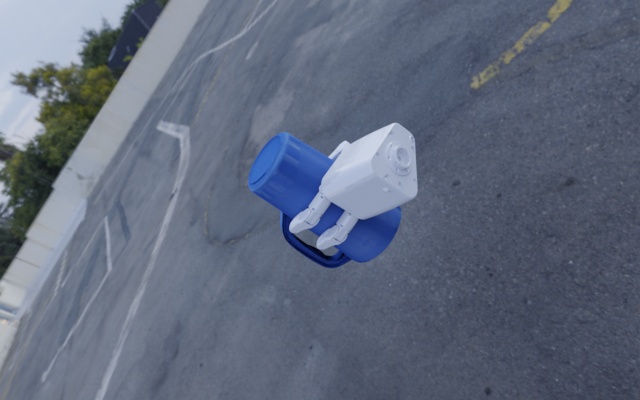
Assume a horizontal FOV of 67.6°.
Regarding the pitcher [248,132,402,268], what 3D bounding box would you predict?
[{"bbox_3d":[0.000,0.002,0.792,0.243,0.149,0.145,32,-30,-24],"label":"pitcher"}]
